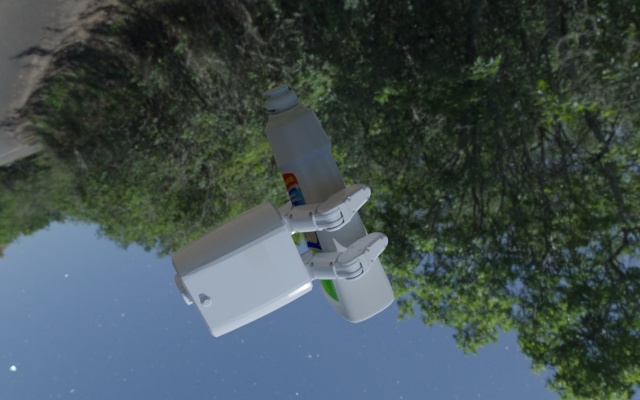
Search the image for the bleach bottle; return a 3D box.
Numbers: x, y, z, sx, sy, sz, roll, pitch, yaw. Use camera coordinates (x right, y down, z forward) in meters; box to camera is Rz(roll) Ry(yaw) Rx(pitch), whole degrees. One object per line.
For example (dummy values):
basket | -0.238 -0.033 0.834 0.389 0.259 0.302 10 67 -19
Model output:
bleach bottle | 0.000 0.002 0.499 0.068 0.251 0.102 -27 22 -12
